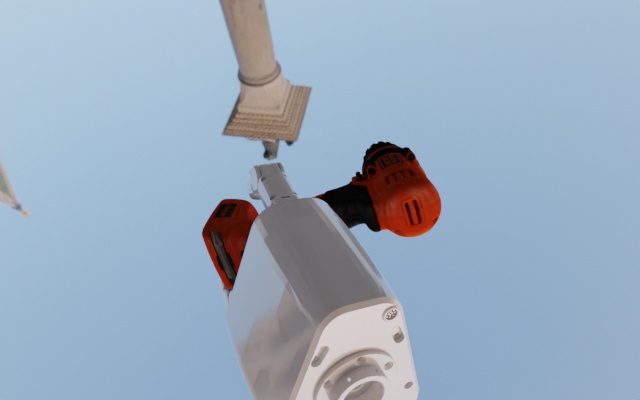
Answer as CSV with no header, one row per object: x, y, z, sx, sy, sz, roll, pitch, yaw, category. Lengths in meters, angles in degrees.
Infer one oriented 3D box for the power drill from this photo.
0.000,0.002,0.423,0.187,0.057,0.184,-20,15,5,power drill
